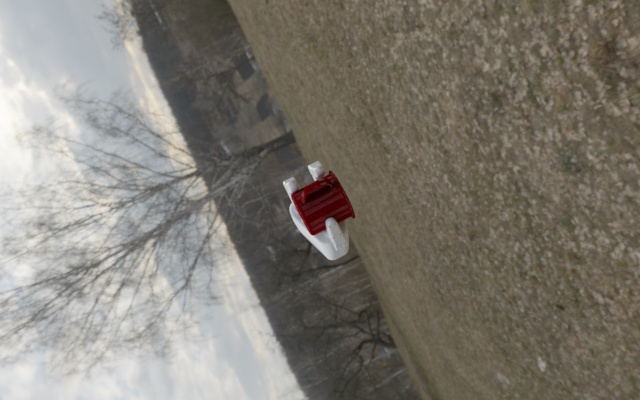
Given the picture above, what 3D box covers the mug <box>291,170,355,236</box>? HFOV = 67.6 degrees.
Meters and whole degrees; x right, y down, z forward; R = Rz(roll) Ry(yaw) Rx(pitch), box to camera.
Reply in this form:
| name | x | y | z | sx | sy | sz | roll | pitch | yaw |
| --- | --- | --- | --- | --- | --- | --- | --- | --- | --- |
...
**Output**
| name | x | y | z | sx | sy | sz | roll | pitch | yaw |
| --- | --- | --- | --- | --- | --- | --- | --- | --- | --- |
| mug | 0.000 | 0.002 | 0.803 | 0.081 | 0.093 | 0.117 | -27 | -27 | -5 |
